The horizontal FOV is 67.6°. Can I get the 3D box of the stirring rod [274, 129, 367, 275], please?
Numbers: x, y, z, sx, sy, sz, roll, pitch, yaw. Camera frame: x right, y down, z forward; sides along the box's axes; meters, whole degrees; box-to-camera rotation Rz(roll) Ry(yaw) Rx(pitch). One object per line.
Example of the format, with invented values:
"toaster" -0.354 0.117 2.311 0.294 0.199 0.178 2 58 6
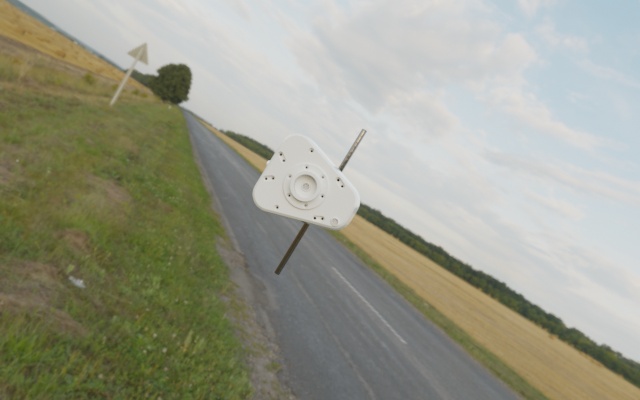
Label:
"stirring rod" 0.000 0.002 0.681 0.011 0.239 0.011 32 1 0
